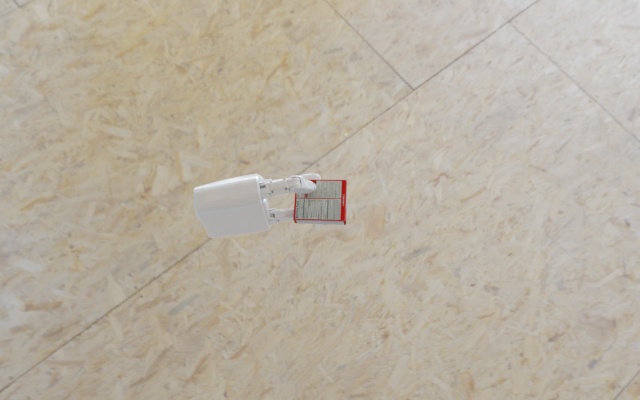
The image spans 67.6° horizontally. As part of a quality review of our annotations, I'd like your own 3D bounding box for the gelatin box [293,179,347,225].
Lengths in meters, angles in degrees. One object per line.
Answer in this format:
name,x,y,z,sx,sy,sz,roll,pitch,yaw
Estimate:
gelatin box,0.000,0.003,0.810,0.089,0.073,0.030,1,-17,7
